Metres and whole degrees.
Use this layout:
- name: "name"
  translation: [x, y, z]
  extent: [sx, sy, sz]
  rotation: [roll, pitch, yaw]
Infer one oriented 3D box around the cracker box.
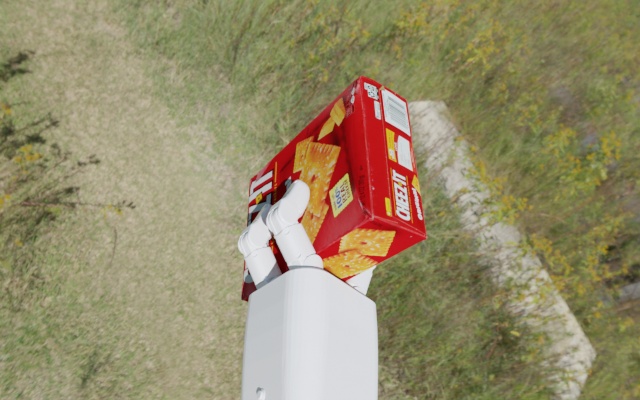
- name: "cracker box"
  translation: [0.000, 0.002, 0.491]
  extent: [0.072, 0.164, 0.214]
  rotation: [22, -39, -31]
